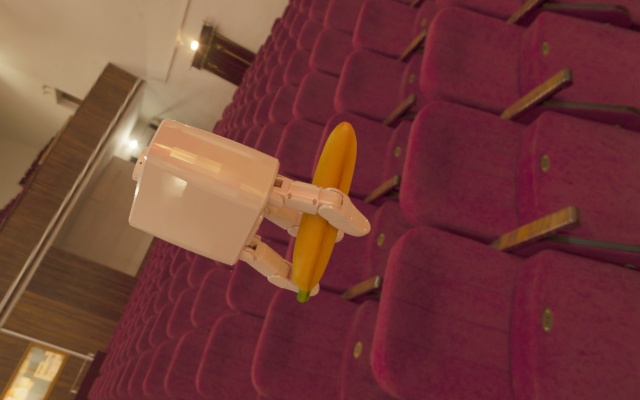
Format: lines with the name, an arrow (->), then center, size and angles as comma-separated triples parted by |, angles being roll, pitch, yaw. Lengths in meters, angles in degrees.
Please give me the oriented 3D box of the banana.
banana -> 0.003, 0.002, 0.474 | 0.037, 0.197, 0.069 | 19, -13, -9
